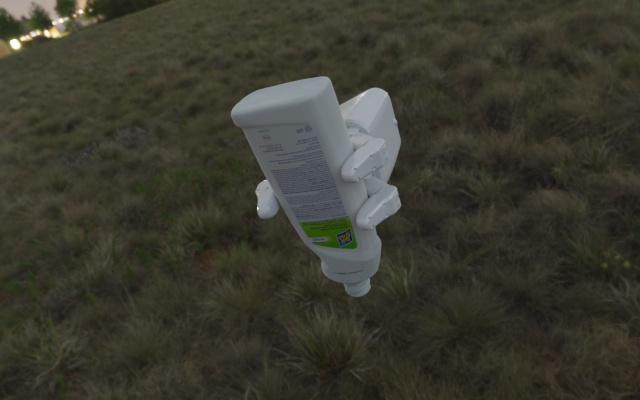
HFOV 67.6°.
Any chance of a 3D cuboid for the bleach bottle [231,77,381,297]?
[{"bbox_3d":[0.000,0.002,0.512,0.102,0.251,0.068,-5,32,26],"label":"bleach bottle"}]
